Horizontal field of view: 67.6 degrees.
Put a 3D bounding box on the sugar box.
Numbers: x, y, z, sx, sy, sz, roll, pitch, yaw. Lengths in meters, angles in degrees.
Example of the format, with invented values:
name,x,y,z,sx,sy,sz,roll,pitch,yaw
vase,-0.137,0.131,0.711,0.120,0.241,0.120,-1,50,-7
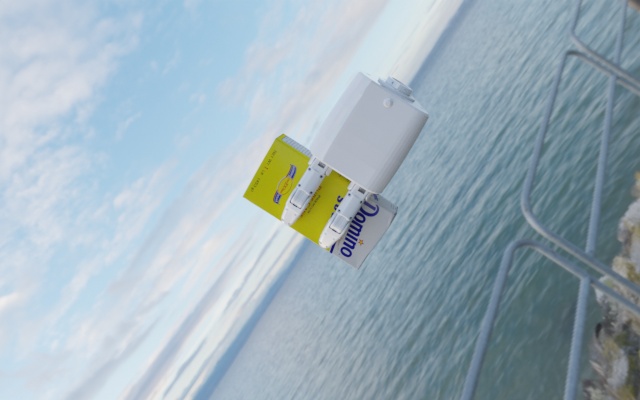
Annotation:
name,x,y,z,sx,sy,sz,roll,pitch,yaw
sugar box,0.000,0.002,0.608,0.176,0.093,0.048,33,20,2
